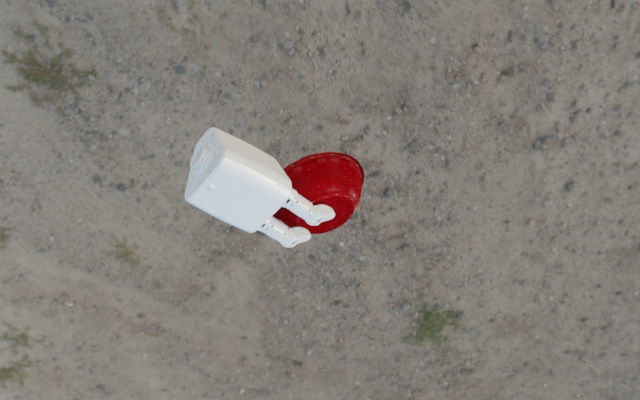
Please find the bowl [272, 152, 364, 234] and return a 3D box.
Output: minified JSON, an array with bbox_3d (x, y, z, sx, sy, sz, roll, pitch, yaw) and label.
[{"bbox_3d":[0.001,0.003,0.730,0.162,0.055,0.162,-15,-37,-11],"label":"bowl"}]
